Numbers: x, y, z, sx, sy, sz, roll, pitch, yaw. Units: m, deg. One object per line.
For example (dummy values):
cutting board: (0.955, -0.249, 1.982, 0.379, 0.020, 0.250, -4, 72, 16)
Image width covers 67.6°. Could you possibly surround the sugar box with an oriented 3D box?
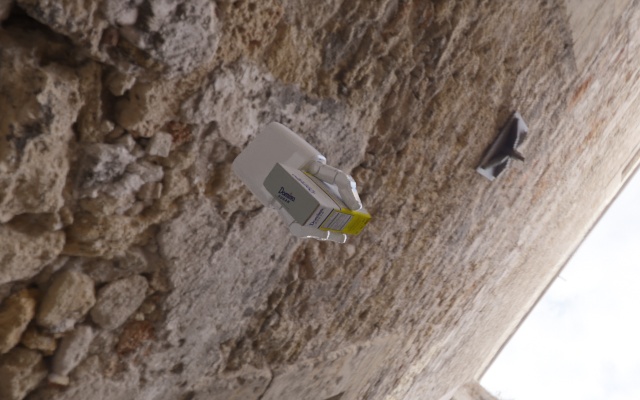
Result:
sugar box: (0.000, 0.003, 0.701, 0.093, 0.048, 0.176, 44, 16, 27)
